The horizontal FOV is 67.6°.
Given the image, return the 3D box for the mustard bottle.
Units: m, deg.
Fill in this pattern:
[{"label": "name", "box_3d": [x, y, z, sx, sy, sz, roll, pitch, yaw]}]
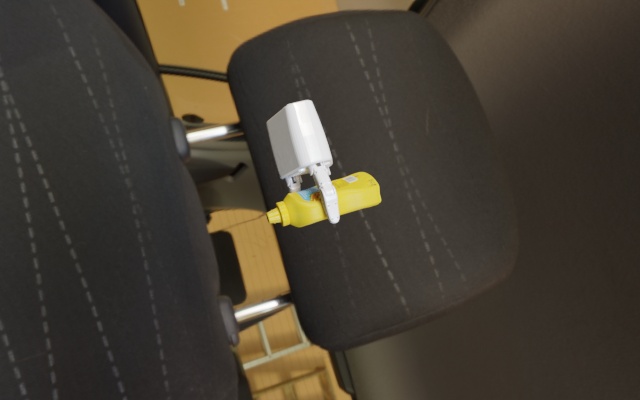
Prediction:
[{"label": "mustard bottle", "box_3d": [0.000, 0.003, 0.822, 0.191, 0.058, 0.096, -16, 21, -15]}]
